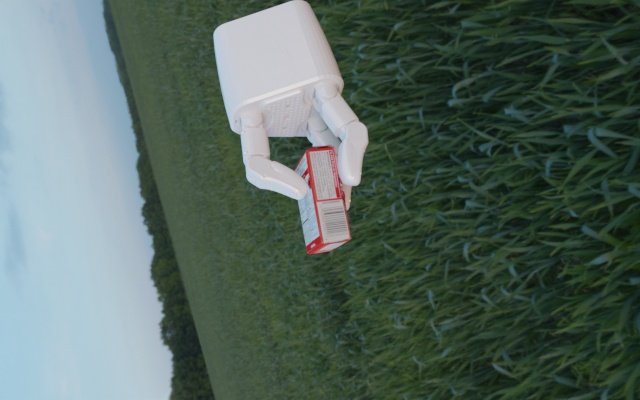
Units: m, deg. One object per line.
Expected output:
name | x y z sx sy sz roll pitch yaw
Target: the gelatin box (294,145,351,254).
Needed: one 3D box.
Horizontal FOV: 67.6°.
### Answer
gelatin box | 0.000 0.002 0.452 0.030 0.089 0.073 -7 -11 -14
